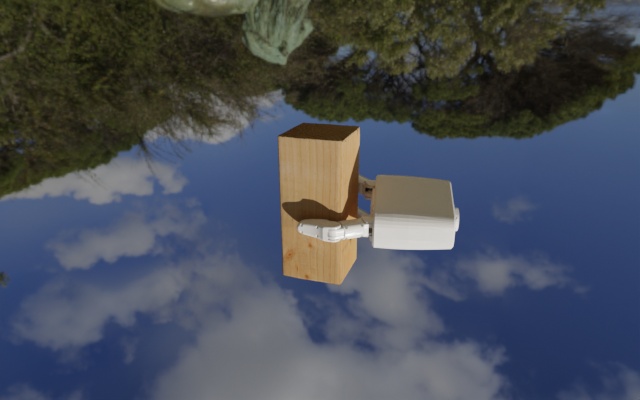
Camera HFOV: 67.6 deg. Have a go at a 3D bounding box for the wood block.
[{"bbox_3d":[0.000,0.002,0.677,0.090,0.206,0.090,7,22,18],"label":"wood block"}]
